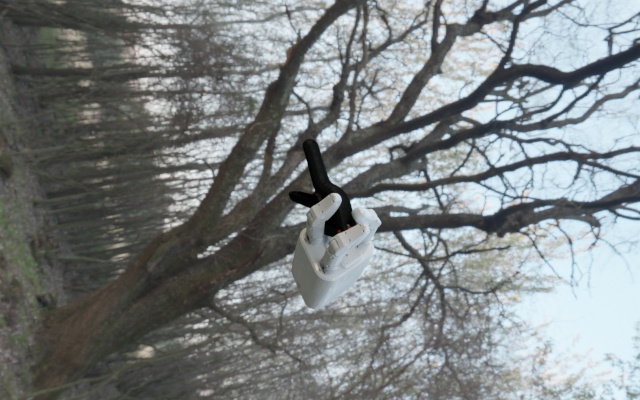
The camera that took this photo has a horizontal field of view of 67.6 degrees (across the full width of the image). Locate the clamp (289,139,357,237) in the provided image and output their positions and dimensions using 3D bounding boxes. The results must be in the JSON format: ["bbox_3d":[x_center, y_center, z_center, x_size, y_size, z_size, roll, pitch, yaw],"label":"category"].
[{"bbox_3d":[0.001,0.002,0.738,0.039,0.171,0.120,-11,-34,-25],"label":"clamp"}]
